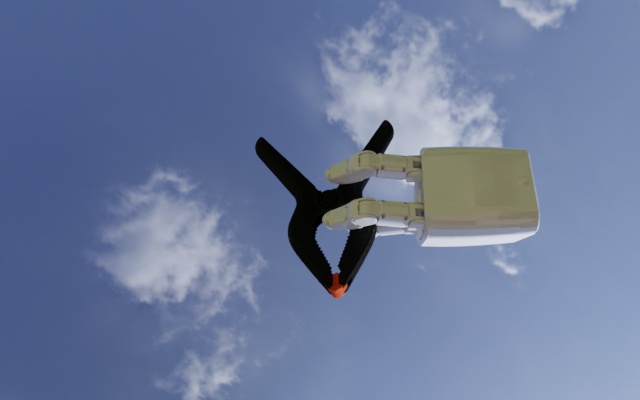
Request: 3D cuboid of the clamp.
[{"bbox_3d":[0.000,0.003,0.527,0.164,0.209,0.036,-2,-28,9],"label":"clamp"}]
